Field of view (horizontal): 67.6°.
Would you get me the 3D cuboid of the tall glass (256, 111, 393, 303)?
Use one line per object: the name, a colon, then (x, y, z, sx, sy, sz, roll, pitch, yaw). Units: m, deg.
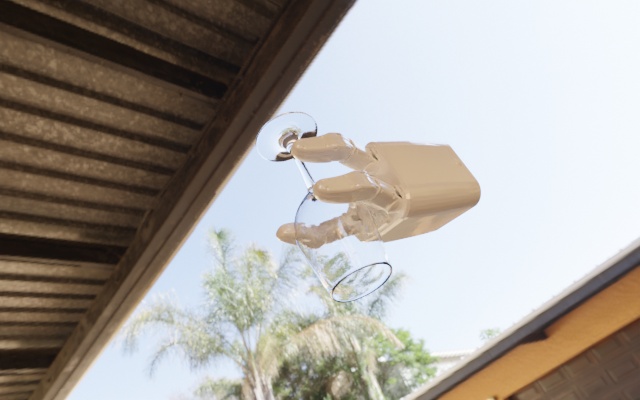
tall glass: (0.000, 0.001, 0.485, 0.079, 0.201, 0.079, -18, -35, -13)
